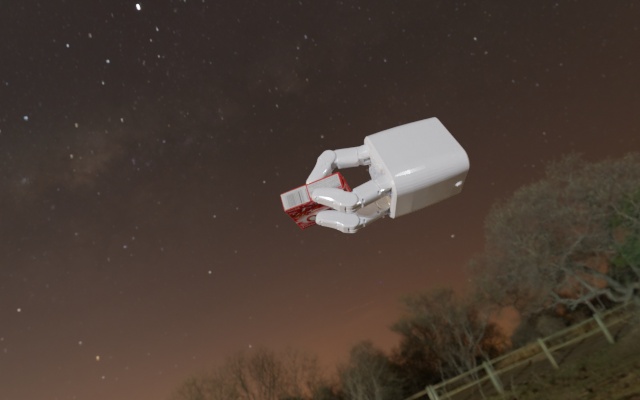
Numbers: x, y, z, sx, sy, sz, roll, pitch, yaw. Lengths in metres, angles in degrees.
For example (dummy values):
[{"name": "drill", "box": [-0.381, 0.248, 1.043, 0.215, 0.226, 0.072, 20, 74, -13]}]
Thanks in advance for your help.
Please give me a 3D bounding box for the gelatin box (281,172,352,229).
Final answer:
[{"name": "gelatin box", "box": [0.000, 0.002, 0.659, 0.089, 0.030, 0.073, -21, -27, 9]}]
